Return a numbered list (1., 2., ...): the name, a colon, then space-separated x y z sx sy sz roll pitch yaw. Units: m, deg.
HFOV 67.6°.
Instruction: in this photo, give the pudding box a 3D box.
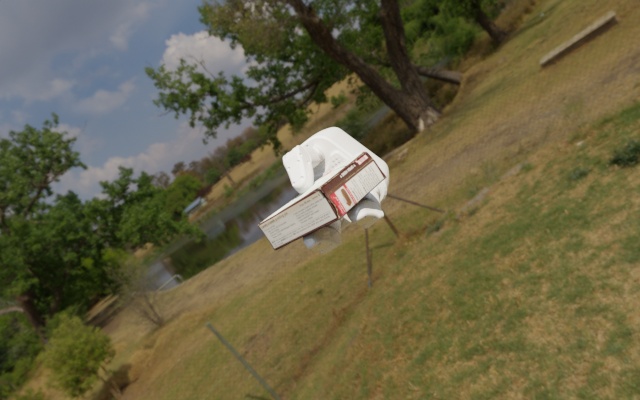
1. pudding box: 0.000 0.001 0.493 0.113 0.039 0.090 -32 6 47
